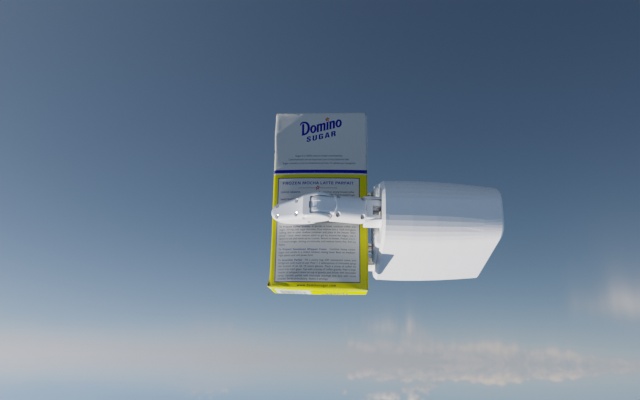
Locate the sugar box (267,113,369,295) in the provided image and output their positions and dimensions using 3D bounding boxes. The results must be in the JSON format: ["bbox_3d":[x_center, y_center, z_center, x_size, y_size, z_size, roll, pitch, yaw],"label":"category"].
[{"bbox_3d":[0.000,0.002,0.470,0.093,0.176,0.048,1,-18,3],"label":"sugar box"}]
